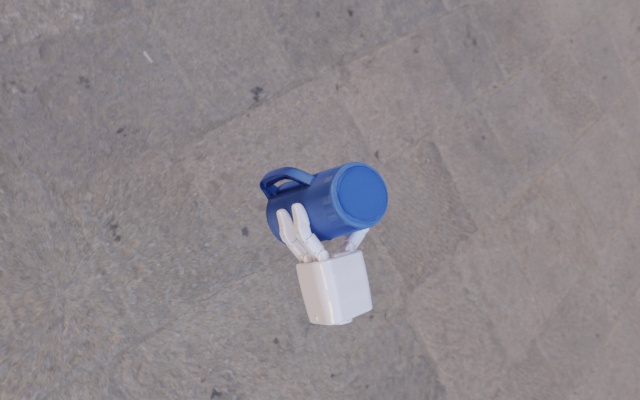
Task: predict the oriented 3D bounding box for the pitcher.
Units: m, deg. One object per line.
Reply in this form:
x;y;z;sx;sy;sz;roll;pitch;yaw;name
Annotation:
0.000;0.003;0.841;0.149;0.145;0.243;-7;-6;-30;pitcher
